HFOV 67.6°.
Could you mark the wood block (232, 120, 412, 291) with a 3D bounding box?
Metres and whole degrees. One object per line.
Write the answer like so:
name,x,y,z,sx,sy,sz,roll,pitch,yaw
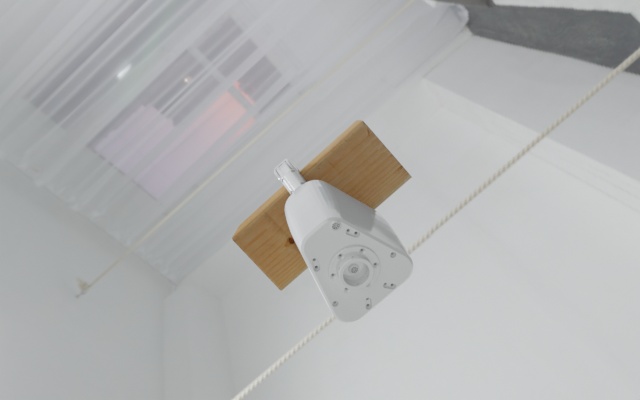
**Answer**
wood block,0.000,0.002,0.598,0.206,0.091,0.090,-41,8,5
